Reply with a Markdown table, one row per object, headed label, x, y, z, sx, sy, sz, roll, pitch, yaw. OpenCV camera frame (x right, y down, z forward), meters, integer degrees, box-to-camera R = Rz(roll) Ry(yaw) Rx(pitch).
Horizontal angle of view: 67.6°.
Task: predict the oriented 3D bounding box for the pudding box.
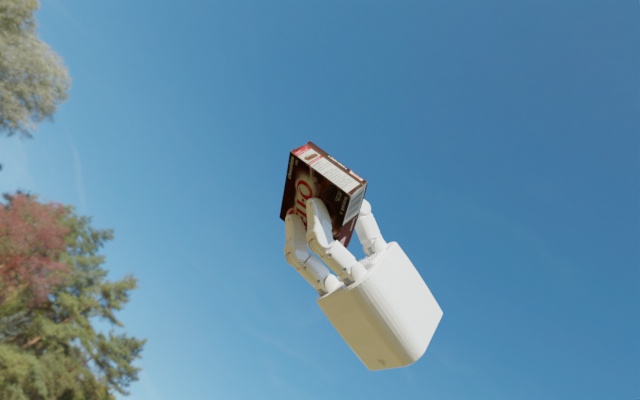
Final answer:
| label | x | y | z | sx | sy | sz | roll | pitch | yaw |
| --- | --- | --- | --- | --- | --- | --- | --- | --- | --- |
| pudding box | 0.000 | 0.002 | 0.552 | 0.090 | 0.114 | 0.039 | 37 | 47 | 22 |
